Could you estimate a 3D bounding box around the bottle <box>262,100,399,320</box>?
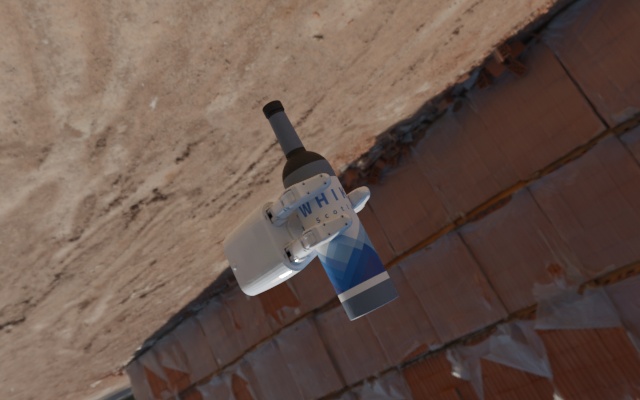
[{"bbox_3d":[0.000,0.002,0.606,0.069,0.295,0.069,-26,-12,-6],"label":"bottle"}]
